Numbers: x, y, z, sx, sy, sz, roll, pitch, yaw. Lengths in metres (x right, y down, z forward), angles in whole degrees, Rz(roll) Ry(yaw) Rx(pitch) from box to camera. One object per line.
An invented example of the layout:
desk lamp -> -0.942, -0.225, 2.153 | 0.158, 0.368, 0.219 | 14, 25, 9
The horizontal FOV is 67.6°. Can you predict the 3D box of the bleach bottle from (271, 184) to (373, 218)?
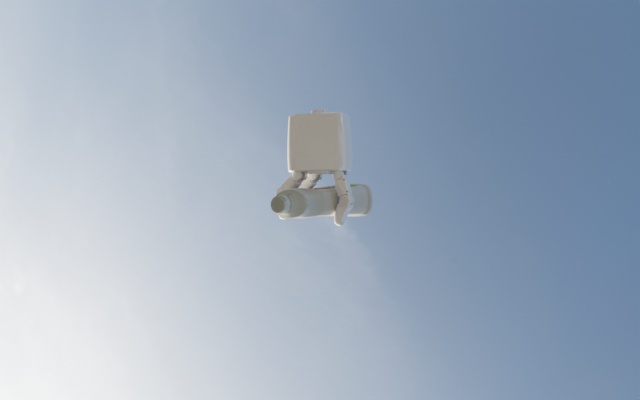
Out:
bleach bottle -> 0.000, 0.003, 0.897 | 0.102, 0.068, 0.251 | 0, 2, 31
